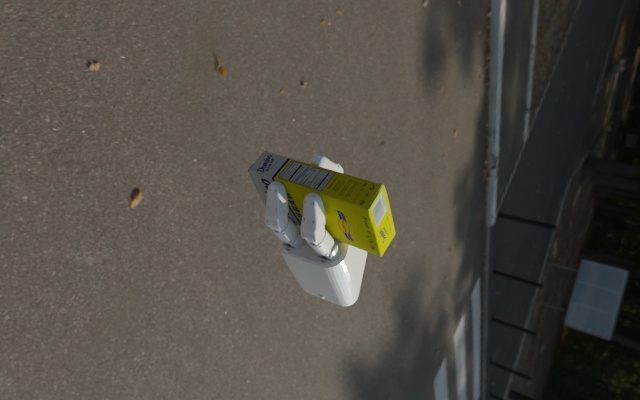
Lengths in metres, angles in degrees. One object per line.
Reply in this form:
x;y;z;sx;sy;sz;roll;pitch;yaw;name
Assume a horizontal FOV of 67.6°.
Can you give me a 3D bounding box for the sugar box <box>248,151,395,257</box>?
0.000;0.002;0.589;0.176;0.048;0.093;15;-35;30;sugar box
